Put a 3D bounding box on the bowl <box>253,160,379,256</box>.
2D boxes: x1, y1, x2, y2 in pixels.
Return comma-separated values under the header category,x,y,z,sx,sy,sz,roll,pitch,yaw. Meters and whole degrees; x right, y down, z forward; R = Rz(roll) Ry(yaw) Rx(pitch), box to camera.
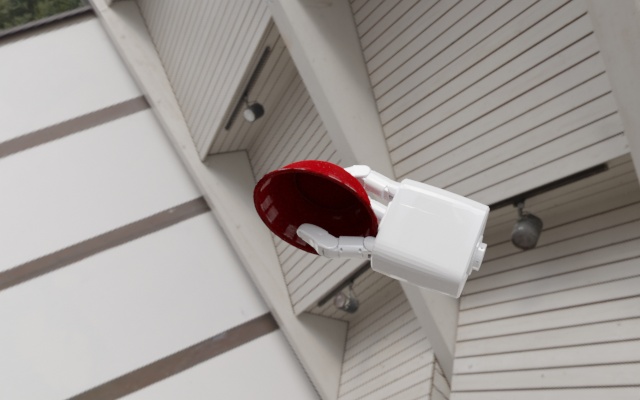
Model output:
category,x,y,z,sx,sy,sz,roll,pitch,yaw
bowl,-0.001,0.001,0.599,0.162,0.055,0.162,13,-39,11
